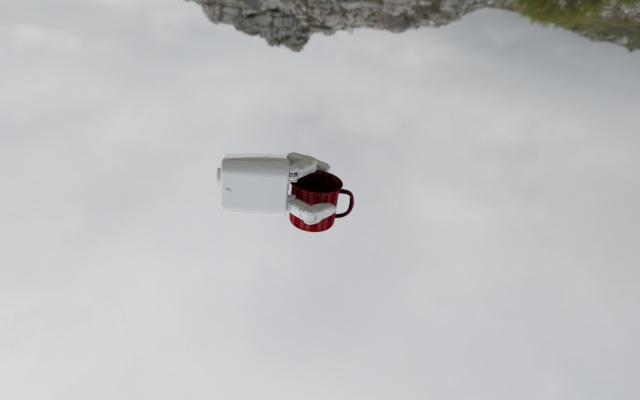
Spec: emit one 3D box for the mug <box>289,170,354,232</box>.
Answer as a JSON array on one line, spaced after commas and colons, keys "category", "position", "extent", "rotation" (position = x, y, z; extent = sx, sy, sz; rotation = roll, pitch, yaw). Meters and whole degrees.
[{"category": "mug", "position": [0.002, 0.003, 0.833], "extent": [0.117, 0.081, 0.093], "rotation": [4, 28, -6]}]
